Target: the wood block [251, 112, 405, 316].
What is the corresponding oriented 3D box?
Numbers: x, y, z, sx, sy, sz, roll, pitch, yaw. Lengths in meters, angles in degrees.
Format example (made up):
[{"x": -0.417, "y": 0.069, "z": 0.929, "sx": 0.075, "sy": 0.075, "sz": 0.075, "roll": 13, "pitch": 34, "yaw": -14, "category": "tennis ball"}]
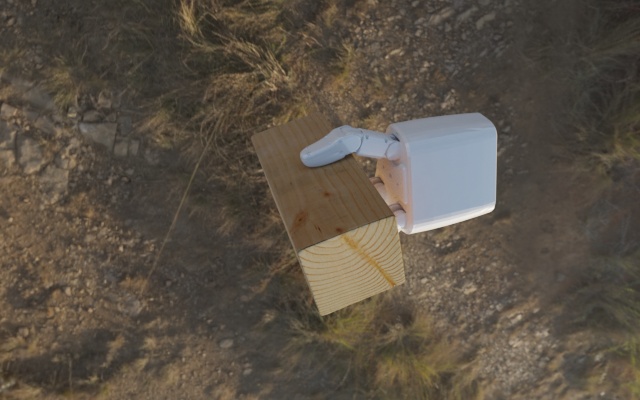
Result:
[{"x": 0.000, "y": 0.001, "z": 0.498, "sx": 0.090, "sy": 0.091, "sz": 0.206, "roll": -20, "pitch": 39, "yaw": -6, "category": "wood block"}]
